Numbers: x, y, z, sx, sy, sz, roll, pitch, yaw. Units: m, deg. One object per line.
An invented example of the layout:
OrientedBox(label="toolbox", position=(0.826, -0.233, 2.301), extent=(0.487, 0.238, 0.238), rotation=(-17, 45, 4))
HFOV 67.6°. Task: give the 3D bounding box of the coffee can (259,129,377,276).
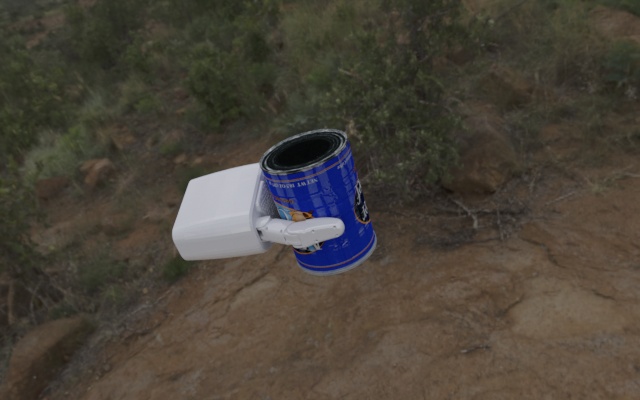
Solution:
OrientedBox(label="coffee can", position=(0.000, 0.002, 0.559), extent=(0.103, 0.140, 0.102), rotation=(-14, 28, 8))
